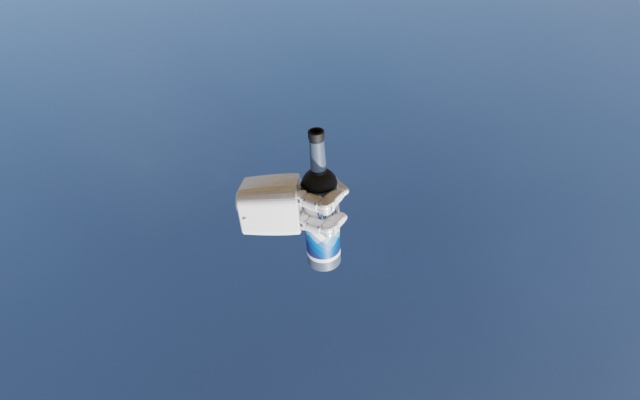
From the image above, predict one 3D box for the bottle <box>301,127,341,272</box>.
[{"bbox_3d":[0.000,0.003,0.869,0.069,0.296,0.069,-2,38,2],"label":"bottle"}]
